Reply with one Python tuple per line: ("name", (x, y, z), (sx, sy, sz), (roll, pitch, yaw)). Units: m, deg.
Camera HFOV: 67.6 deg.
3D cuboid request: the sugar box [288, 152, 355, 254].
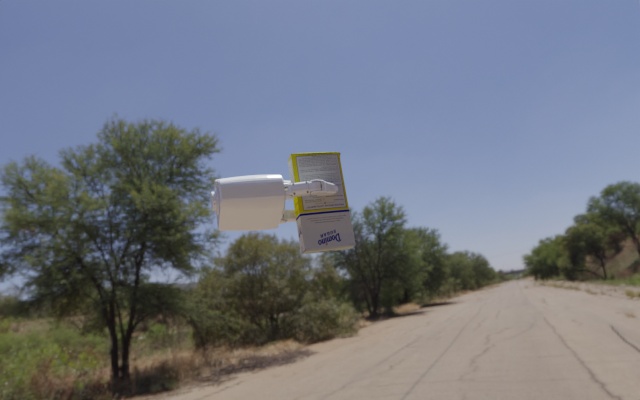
("sugar box", (0.000, 0.003, 0.847), (0.093, 0.176, 0.048), (-4, -13, -15))
